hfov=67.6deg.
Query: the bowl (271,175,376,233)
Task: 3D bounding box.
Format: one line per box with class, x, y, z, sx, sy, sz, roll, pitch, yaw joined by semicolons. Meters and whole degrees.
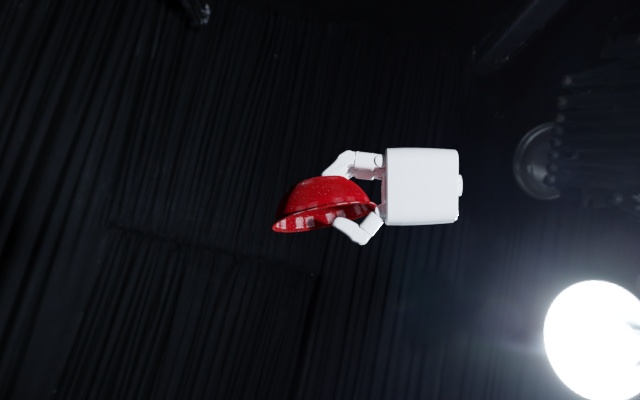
bowl;-0.001;0.002;0.722;0.162;0.055;0.162;-12;-13;-3
